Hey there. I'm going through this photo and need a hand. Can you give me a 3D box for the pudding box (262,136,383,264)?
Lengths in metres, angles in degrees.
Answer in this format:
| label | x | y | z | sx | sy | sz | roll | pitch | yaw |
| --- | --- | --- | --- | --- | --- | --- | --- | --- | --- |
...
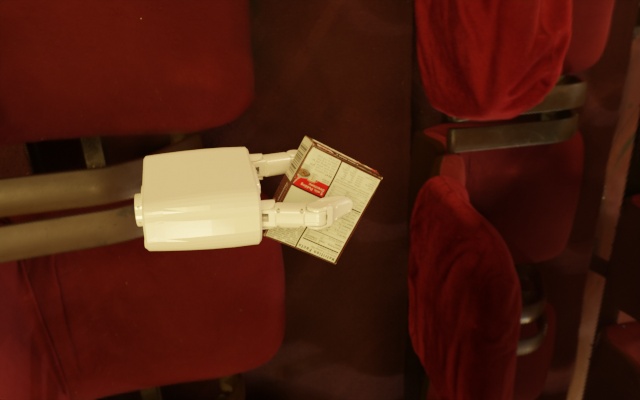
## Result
| label | x | y | z | sx | sy | sz | roll | pitch | yaw |
| --- | --- | --- | --- | --- | --- | --- | --- | --- | --- |
| pudding box | 0.000 | 0.002 | 0.512 | 0.090 | 0.113 | 0.039 | 24 | 13 | -20 |
